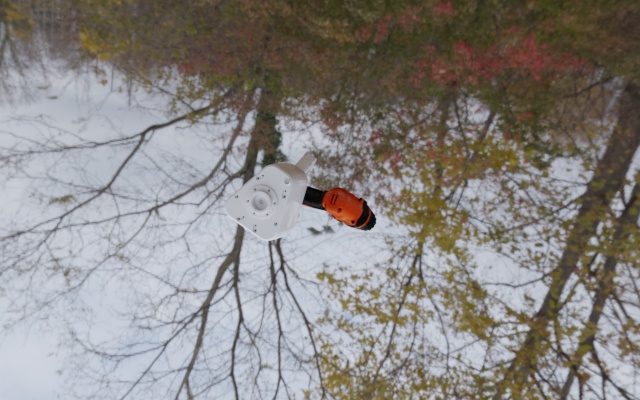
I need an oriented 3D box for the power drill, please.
[{"bbox_3d":[0.000,0.003,0.867,0.187,0.057,0.184,14,-10,26],"label":"power drill"}]
